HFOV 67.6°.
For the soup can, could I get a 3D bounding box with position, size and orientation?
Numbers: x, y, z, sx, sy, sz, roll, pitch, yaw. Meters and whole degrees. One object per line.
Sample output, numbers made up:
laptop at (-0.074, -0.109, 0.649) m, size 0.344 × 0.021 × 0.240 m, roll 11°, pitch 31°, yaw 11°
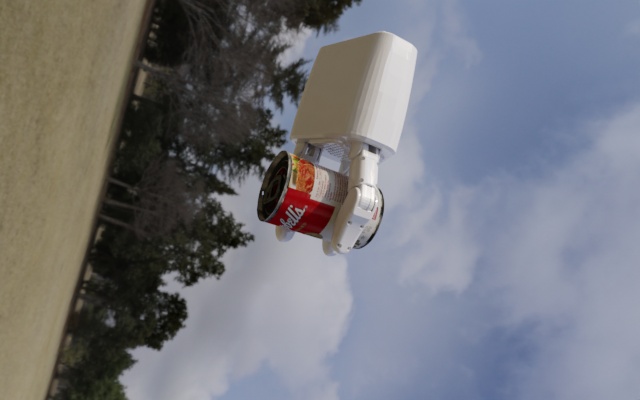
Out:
soup can at (0.000, 0.002, 0.451) m, size 0.102 × 0.068 × 0.068 m, roll 19°, pitch -8°, yaw -23°
